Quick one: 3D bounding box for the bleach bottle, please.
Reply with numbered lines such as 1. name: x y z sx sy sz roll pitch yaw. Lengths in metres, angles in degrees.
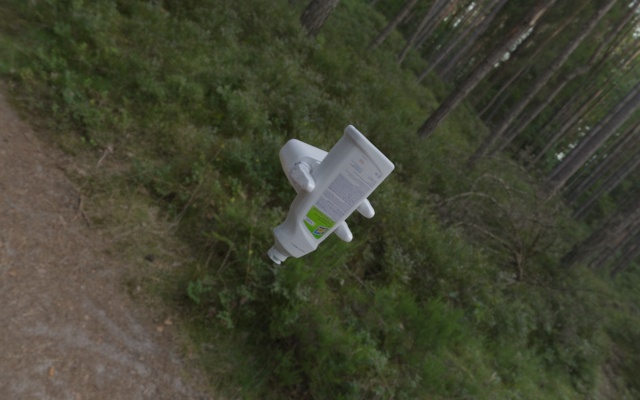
1. bleach bottle: 0.000 0.003 0.785 0.102 0.251 0.068 39 10 -27
